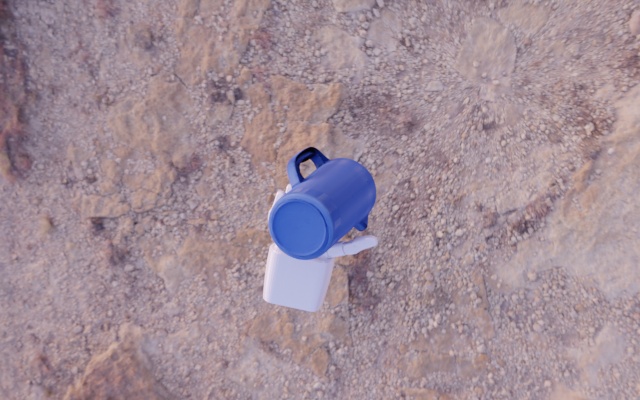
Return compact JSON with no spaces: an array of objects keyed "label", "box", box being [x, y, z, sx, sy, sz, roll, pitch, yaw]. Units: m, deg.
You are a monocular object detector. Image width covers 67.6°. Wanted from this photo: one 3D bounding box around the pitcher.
[{"label":"pitcher","box":[0.000,0.003,0.823,0.149,0.145,0.242,16,19,15]}]
